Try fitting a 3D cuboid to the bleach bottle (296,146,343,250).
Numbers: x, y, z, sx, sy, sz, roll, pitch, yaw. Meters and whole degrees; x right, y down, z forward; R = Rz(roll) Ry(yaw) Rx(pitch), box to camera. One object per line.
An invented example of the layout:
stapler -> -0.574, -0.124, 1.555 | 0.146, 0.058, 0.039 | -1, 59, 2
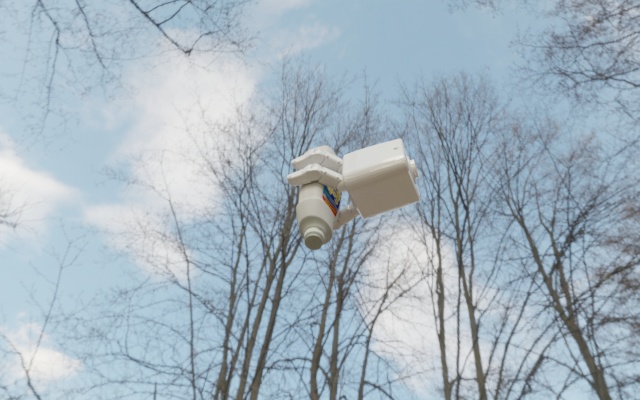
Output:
bleach bottle -> 0.000, 0.003, 0.825 | 0.068, 0.103, 0.250 | -18, 30, 15
